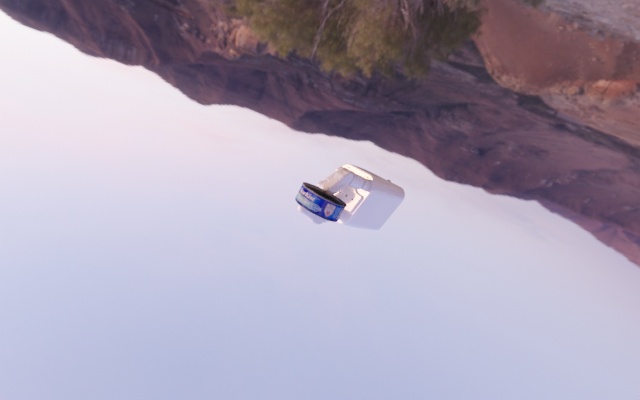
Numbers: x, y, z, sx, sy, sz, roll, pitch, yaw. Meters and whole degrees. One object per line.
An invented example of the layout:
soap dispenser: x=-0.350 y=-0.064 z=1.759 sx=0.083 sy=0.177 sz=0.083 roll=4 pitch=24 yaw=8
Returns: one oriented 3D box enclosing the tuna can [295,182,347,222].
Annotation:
tuna can: x=0.000 y=0.003 z=0.823 sx=0.086 sy=0.034 sz=0.086 roll=27 pitch=9 yaw=-5
